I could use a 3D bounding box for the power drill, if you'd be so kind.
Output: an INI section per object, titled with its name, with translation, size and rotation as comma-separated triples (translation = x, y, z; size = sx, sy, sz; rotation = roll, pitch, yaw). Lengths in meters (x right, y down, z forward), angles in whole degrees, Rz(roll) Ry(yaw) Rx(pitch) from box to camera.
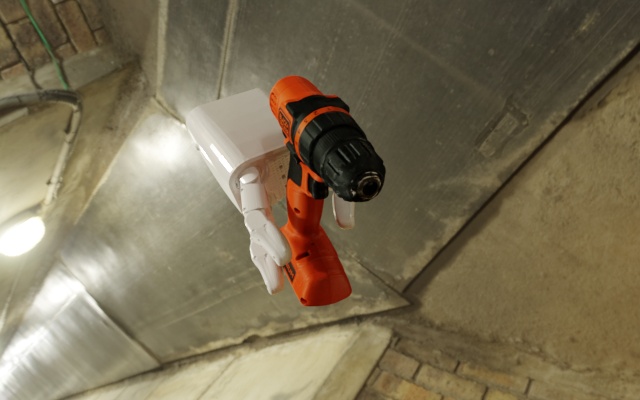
[power drill]
translation = 0.000, 0.002, 0.424
size = 0.057, 0.188, 0.184
rotation = -8, 34, -17
